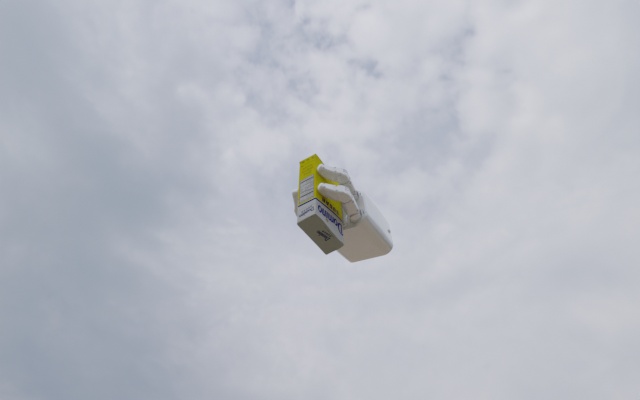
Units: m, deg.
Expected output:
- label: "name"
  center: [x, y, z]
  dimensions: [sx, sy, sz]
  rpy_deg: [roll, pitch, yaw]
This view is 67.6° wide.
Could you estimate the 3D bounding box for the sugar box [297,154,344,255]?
- label: "sugar box"
  center: [0.001, 0.003, 0.865]
  dimensions: [0.048, 0.176, 0.093]
  rpy_deg: [-29, -54, 18]
